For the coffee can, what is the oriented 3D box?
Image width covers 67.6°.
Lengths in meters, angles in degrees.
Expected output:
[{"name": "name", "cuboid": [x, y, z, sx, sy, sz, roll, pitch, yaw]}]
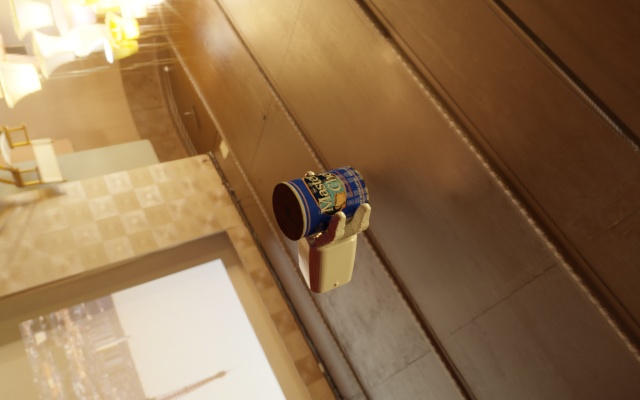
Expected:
[{"name": "coffee can", "cuboid": [0.000, 0.003, 0.847, 0.140, 0.103, 0.103, -17, 9, -31]}]
